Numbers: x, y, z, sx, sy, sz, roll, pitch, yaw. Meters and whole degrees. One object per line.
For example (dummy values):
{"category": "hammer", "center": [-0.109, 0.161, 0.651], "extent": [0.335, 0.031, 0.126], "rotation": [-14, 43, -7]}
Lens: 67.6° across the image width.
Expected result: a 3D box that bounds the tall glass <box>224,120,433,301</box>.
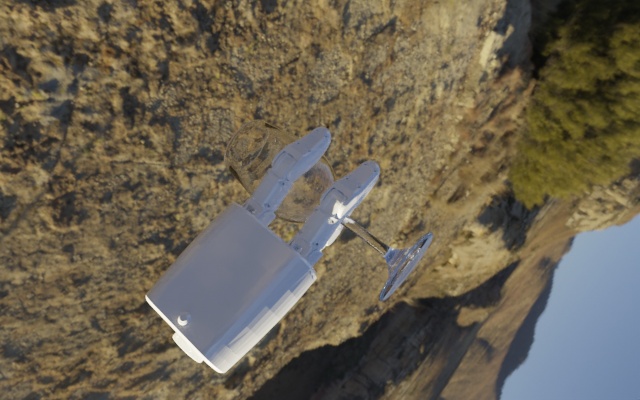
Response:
{"category": "tall glass", "center": [0.001, 0.002, 0.444], "extent": [0.201, 0.079, 0.079], "rotation": [37, 15, 21]}
